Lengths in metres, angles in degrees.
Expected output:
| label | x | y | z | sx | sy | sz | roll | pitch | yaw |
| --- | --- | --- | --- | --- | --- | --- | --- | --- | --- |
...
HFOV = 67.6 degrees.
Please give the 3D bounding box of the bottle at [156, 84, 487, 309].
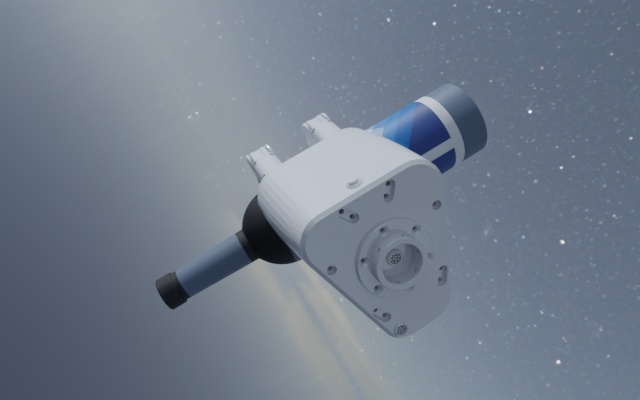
| label | x | y | z | sx | sy | sz | roll | pitch | yaw |
| --- | --- | --- | --- | --- | --- | --- | --- | --- | --- |
| bottle | 0.000 | 0.001 | 0.402 | 0.295 | 0.069 | 0.069 | -31 | 4 | -8 |
